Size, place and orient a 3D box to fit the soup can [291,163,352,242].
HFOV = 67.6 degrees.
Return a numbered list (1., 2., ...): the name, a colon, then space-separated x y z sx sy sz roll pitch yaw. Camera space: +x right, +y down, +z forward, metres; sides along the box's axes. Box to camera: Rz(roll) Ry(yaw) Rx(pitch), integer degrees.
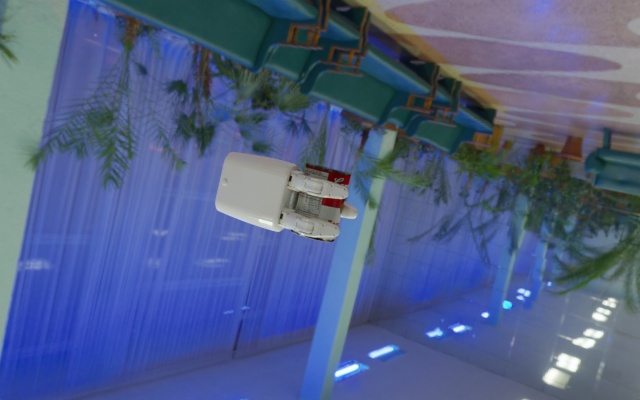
1. soup can: 0.001 0.003 0.690 0.068 0.102 0.068 14 4 -1
